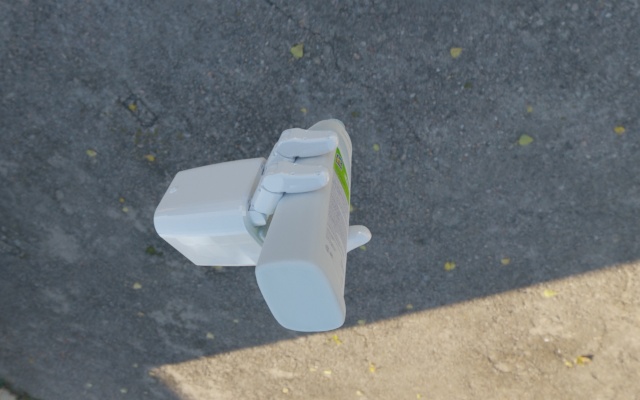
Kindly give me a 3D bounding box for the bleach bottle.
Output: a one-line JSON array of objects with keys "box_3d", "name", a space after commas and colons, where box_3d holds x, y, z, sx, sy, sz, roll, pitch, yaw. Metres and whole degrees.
[{"box_3d": [0.000, 0.002, 0.499, 0.068, 0.103, 0.250, -5, 40, 16], "name": "bleach bottle"}]
